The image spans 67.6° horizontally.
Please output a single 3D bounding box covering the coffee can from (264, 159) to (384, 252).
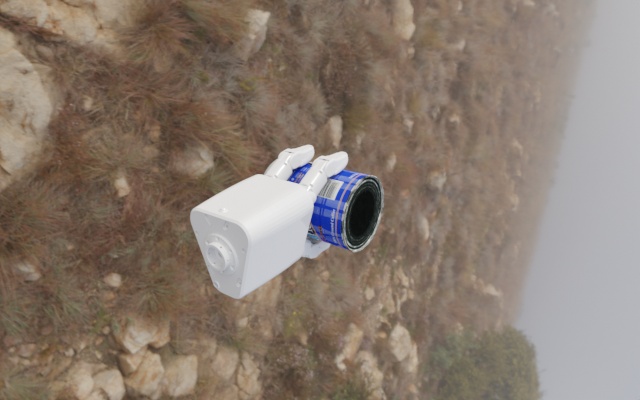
[{"bbox_3d":[0.000,0.002,0.651,0.140,0.103,0.103,15,8,32],"label":"coffee can"}]
